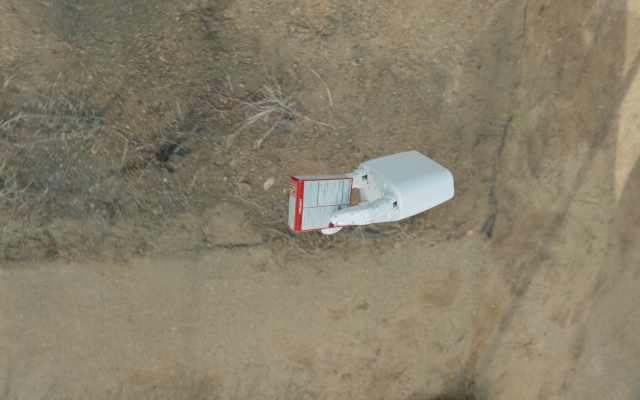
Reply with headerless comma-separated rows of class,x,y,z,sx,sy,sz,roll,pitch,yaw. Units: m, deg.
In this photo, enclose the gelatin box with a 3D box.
gelatin box,0.000,0.002,0.670,0.089,0.073,0.030,-4,17,-31
